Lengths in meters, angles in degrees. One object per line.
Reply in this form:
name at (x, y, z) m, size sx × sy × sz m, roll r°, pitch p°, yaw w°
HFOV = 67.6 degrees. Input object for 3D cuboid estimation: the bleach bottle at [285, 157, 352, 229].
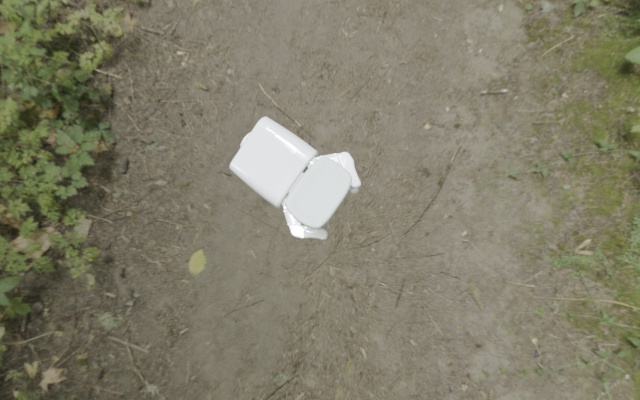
bleach bottle at (0.000, 0.002, 0.782) m, size 0.068 × 0.102 × 0.251 m, roll 36°, pitch -6°, yaw 5°
